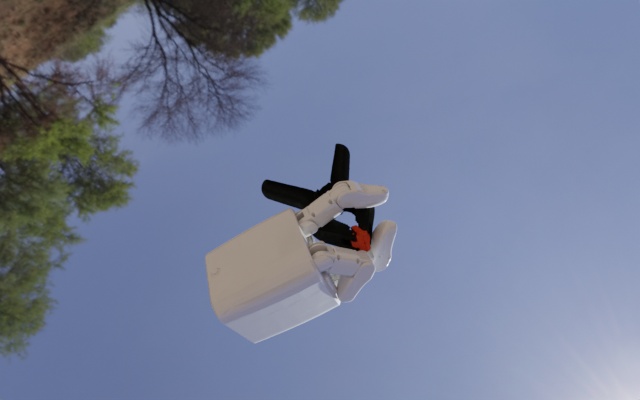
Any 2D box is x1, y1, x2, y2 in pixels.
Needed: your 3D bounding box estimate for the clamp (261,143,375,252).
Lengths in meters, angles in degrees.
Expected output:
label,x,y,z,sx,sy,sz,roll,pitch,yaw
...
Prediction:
label,x,y,z,sx,sy,sz,roll,pitch,yaw
clamp,0.000,0.002,0.549,0.120,0.039,0.171,-27,39,1
